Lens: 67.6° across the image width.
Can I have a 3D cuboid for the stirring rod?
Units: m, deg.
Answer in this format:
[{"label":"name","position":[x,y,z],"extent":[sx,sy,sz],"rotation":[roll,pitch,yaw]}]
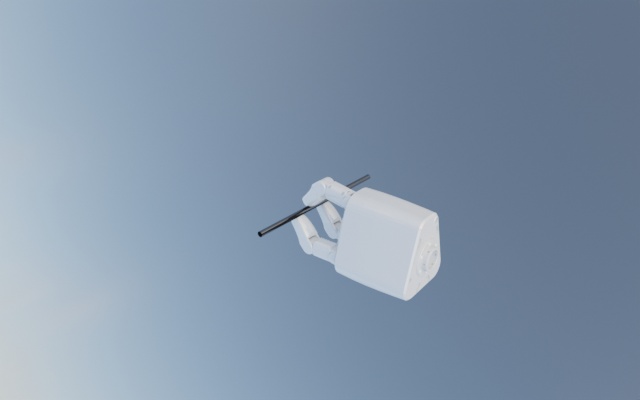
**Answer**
[{"label":"stirring rod","position":[0.000,0.002,0.691],"extent":[0.011,0.011,0.239],"rotation":[0,20,43]}]
